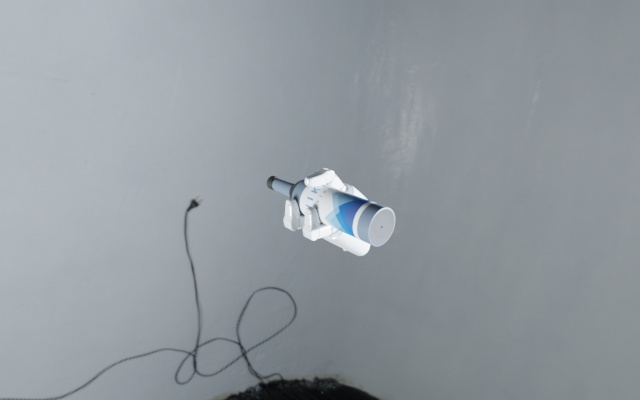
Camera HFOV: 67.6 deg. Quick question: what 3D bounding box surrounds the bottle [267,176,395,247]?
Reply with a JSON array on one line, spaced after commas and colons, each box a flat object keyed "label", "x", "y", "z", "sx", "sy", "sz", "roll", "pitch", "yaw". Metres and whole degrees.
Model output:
[{"label": "bottle", "x": 0.000, "y": 0.003, "z": 0.866, "sx": 0.069, "sy": 0.069, "sz": 0.295, "roll": 0, "pitch": 16, "yaw": -44}]
